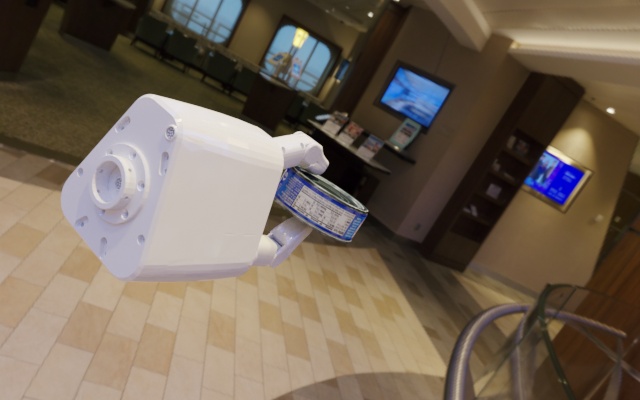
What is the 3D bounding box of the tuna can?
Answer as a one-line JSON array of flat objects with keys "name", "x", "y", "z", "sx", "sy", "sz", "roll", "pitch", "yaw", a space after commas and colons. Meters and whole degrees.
[{"name": "tuna can", "x": 0.000, "y": 0.001, "z": 0.435, "sx": 0.086, "sy": 0.034, "sz": 0.086, "roll": 31, "pitch": 8, "yaw": -5}]
